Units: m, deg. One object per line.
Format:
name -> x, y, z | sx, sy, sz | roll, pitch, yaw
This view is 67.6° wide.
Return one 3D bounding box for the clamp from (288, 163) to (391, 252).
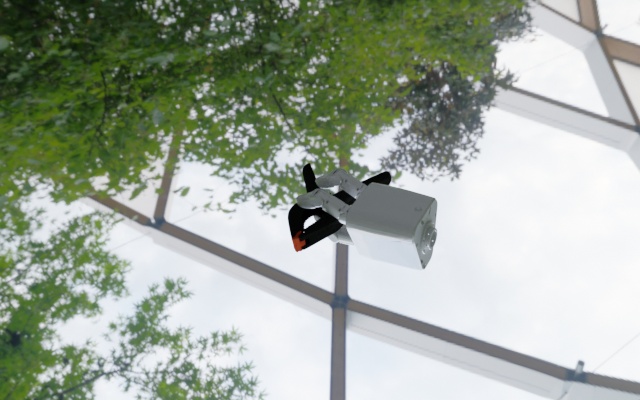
clamp -> 0.000, 0.004, 0.776 | 0.164, 0.036, 0.210 | 12, 42, 31
